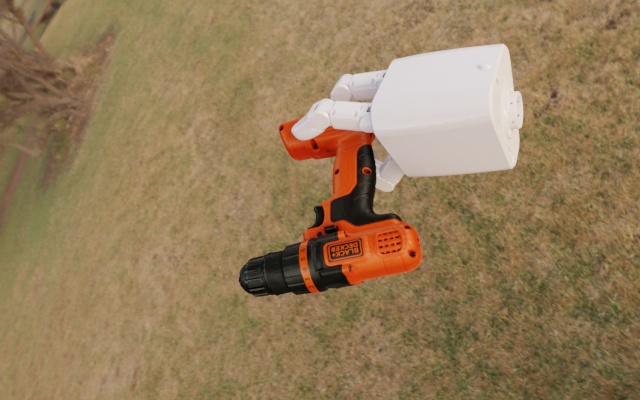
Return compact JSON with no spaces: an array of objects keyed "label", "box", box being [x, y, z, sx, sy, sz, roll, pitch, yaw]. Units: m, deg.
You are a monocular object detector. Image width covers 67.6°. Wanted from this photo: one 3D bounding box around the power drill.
[{"label":"power drill","box":[0.000,0.001,0.495,0.184,0.187,0.057,-12,-26,14]}]
